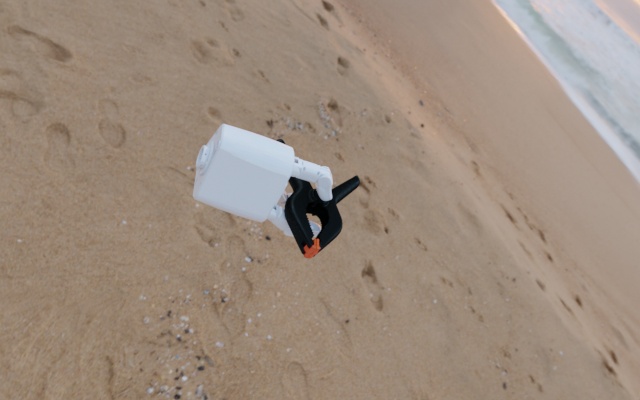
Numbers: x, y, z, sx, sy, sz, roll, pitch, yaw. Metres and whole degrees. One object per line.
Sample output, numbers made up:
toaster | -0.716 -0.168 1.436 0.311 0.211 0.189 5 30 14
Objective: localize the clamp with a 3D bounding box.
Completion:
clamp | 0.000 0.002 0.742 0.164 0.209 0.036 18 -47 -24
